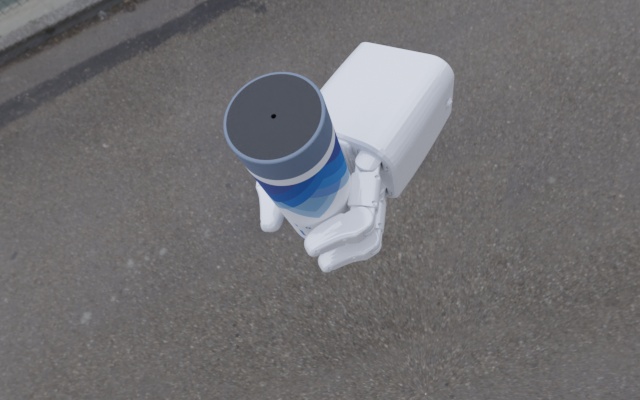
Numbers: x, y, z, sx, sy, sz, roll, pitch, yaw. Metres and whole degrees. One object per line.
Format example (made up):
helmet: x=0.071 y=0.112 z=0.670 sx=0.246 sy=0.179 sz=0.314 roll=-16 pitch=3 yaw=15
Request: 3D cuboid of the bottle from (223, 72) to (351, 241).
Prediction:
bottle: x=0.000 y=0.001 z=0.430 sx=0.069 sy=0.069 sz=0.296 roll=0 pitch=-22 yaw=12
